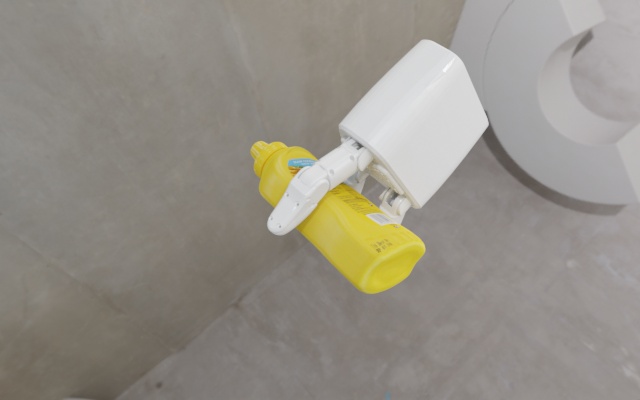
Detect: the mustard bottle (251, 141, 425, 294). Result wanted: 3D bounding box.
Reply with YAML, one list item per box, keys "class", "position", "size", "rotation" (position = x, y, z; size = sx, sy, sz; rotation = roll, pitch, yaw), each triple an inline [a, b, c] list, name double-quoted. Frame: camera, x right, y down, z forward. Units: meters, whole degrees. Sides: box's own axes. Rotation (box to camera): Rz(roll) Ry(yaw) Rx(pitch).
- class: "mustard bottle"
  position: [0.000, 0.002, 0.438]
  size: [0.191, 0.058, 0.096]
  rotation: [41, 23, 28]
